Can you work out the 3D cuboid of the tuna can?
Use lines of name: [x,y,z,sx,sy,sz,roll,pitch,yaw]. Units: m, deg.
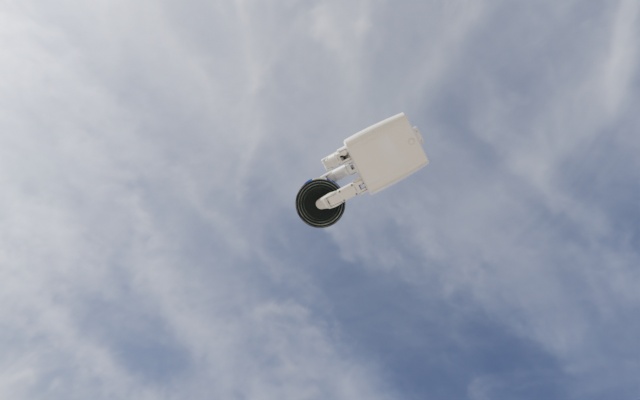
tuna can: [0.000,0.003,0.829,0.086,0.086,0.033,0,10,1]
